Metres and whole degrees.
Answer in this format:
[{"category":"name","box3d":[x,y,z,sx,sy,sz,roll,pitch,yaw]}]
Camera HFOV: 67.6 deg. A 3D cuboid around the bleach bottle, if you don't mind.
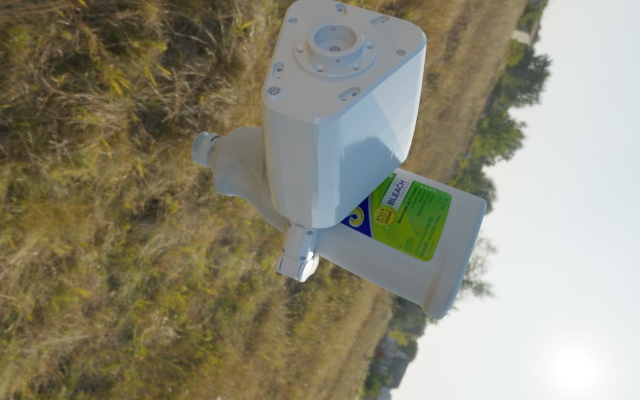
[{"category":"bleach bottle","box3d":[0.000,0.001,0.401,0.251,0.102,0.068,21,-31,14]}]
